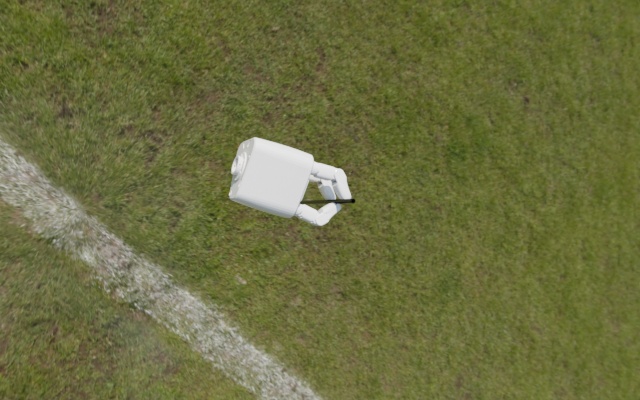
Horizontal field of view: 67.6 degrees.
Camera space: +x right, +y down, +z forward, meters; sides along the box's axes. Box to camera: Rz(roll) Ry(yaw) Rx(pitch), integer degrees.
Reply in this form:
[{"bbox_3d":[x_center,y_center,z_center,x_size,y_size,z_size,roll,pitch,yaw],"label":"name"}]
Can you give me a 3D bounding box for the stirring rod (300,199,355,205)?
[{"bbox_3d":[0.000,0.003,0.899,0.011,0.011,0.239,0,-1,-27],"label":"stirring rod"}]
